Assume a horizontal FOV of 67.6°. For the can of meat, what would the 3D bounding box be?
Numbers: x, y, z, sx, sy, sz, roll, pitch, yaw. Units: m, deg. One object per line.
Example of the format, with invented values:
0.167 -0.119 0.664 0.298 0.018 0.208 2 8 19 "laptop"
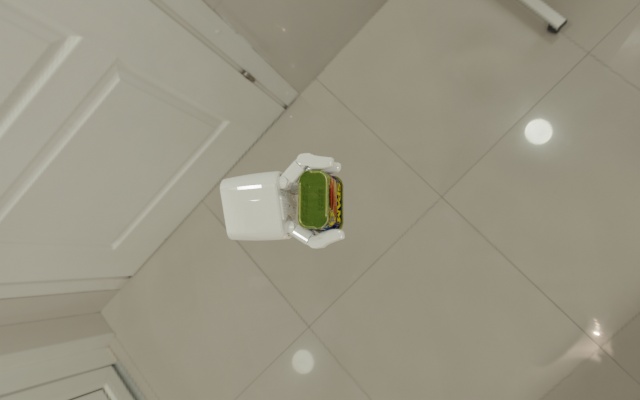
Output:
0.000 0.003 0.798 0.057 0.102 0.084 -2 -7 18 "can of meat"
